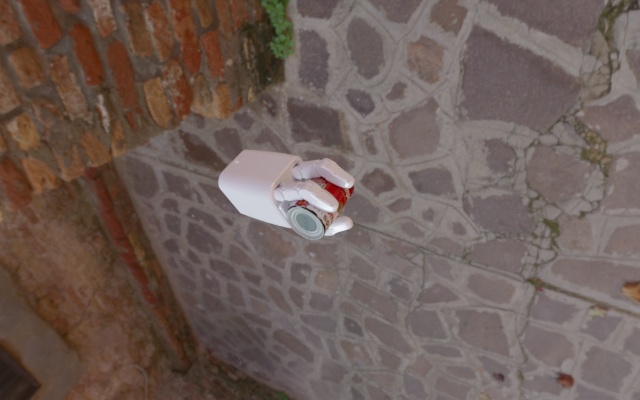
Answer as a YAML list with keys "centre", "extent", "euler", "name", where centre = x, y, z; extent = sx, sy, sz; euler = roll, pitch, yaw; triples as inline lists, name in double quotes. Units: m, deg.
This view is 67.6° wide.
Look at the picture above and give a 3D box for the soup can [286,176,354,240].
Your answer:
- centre: [0.000, 0.003, 0.735]
  extent: [0.068, 0.068, 0.102]
  euler: [0, 39, 37]
  name: "soup can"
